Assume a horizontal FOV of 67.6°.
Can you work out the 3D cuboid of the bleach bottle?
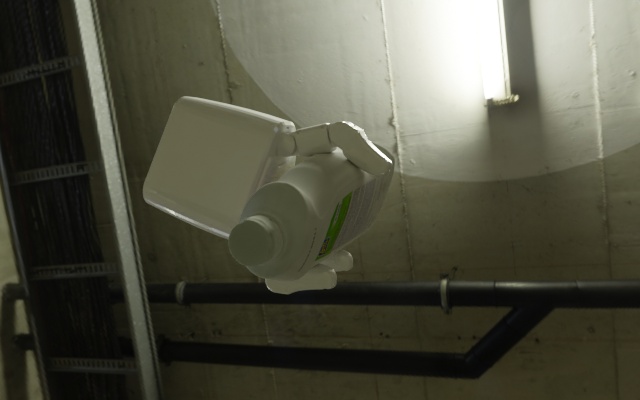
[{"bbox_3d":[0.000,0.001,0.403,0.068,0.102,0.251,19,14,16],"label":"bleach bottle"}]
